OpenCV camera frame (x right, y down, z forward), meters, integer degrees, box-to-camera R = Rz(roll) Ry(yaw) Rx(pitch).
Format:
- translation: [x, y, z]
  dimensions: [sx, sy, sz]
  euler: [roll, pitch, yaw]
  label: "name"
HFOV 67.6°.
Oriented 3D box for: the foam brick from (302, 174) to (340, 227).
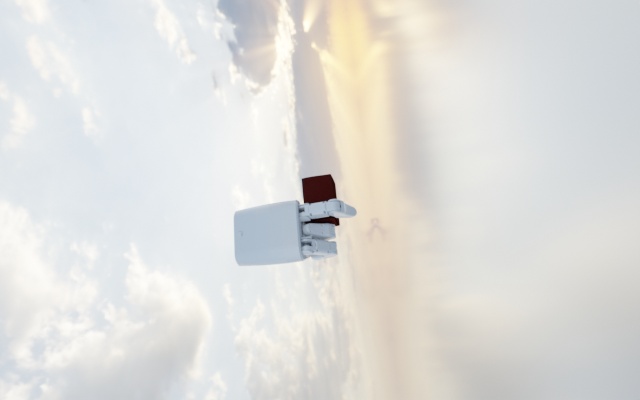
- translation: [0.000, 0.002, 0.791]
  dimensions: [0.051, 0.078, 0.053]
  euler: [-8, -20, 8]
  label: "foam brick"
